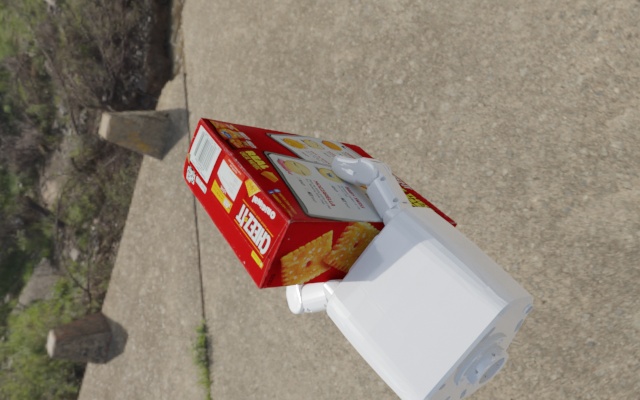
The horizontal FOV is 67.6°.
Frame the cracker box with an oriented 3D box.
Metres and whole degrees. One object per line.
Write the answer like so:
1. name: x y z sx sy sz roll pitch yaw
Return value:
1. cracker box: 0.000 0.001 0.457 0.214 0.072 0.164 4 31 -43
